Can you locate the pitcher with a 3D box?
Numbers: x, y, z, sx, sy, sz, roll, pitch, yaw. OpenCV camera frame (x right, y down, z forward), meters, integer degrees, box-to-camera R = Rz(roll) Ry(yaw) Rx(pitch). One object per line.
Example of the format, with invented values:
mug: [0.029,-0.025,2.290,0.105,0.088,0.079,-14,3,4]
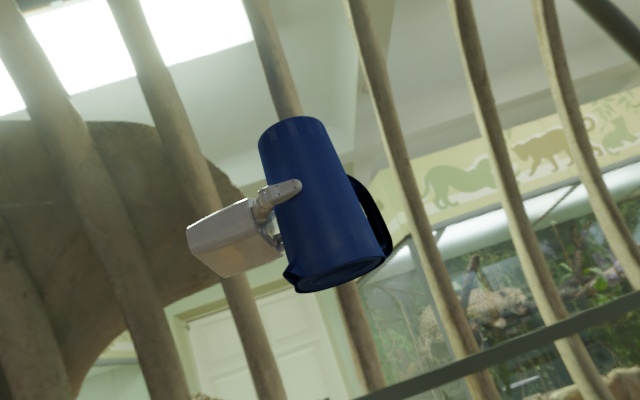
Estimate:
pitcher: [0.000,0.002,0.700,0.145,0.242,0.149,-24,-21,10]
